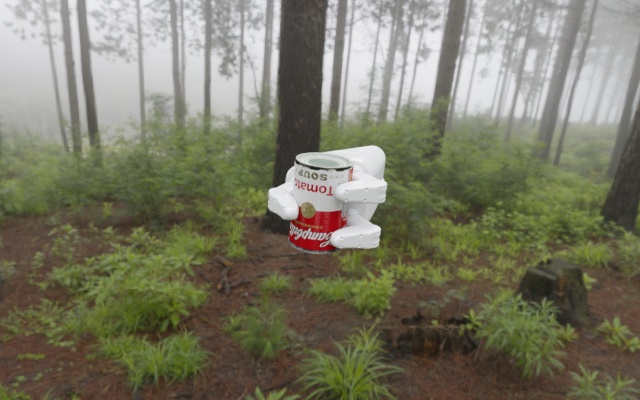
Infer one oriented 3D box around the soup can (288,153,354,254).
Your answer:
[{"bbox_3d":[0.000,0.002,0.553,0.068,0.102,0.068,5,20,-2],"label":"soup can"}]
